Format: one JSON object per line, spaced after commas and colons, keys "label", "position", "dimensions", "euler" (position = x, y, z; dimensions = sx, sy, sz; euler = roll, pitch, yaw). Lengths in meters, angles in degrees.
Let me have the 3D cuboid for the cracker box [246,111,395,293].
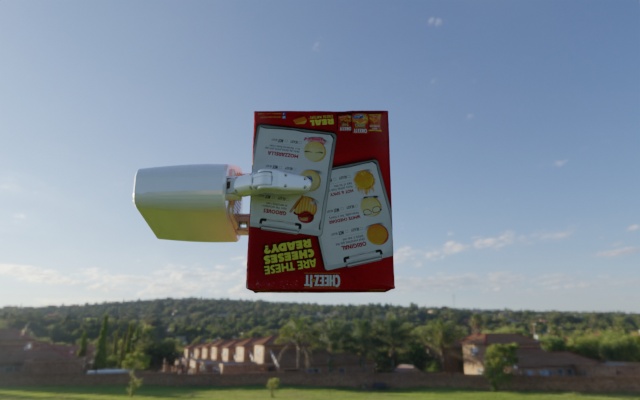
{"label": "cracker box", "position": [0.000, 0.002, 0.572], "dimensions": [0.164, 0.213, 0.072], "euler": [0, -15, 1]}
